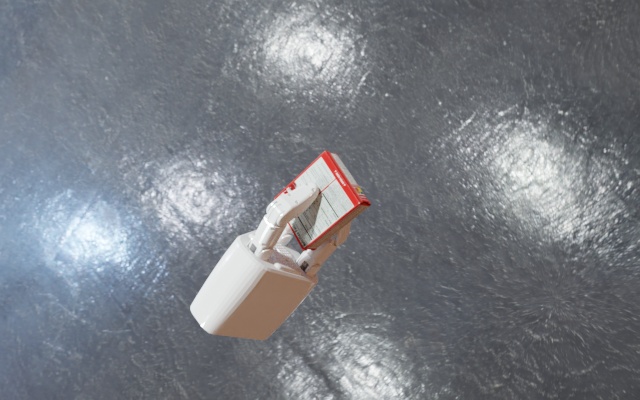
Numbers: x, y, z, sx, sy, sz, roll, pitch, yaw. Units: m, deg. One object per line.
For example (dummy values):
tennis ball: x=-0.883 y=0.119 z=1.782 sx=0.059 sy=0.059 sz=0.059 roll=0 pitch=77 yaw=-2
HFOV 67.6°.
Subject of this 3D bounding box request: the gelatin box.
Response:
gelatin box: x=0.000 y=0.001 z=0.528 sx=0.089 sy=0.073 sz=0.030 roll=-42 pitch=-23 yaw=23
